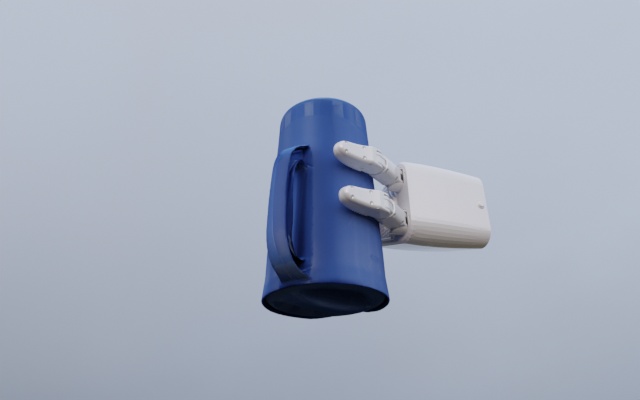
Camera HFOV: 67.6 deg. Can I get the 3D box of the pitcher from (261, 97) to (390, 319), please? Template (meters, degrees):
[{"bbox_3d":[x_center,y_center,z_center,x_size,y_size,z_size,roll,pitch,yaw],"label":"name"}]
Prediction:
[{"bbox_3d":[0.000,0.002,0.540,0.145,0.242,0.149,8,-29,-16],"label":"pitcher"}]
